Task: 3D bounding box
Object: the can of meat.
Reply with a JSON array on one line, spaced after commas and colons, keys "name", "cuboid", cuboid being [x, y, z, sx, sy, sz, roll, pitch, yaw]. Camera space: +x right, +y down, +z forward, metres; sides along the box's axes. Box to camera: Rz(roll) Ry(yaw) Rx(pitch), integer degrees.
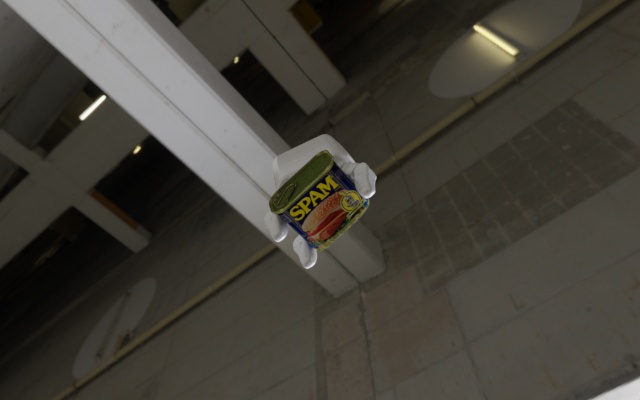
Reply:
[{"name": "can of meat", "cuboid": [0.000, 0.002, 0.608, 0.084, 0.102, 0.057, 46, 6, -25]}]
